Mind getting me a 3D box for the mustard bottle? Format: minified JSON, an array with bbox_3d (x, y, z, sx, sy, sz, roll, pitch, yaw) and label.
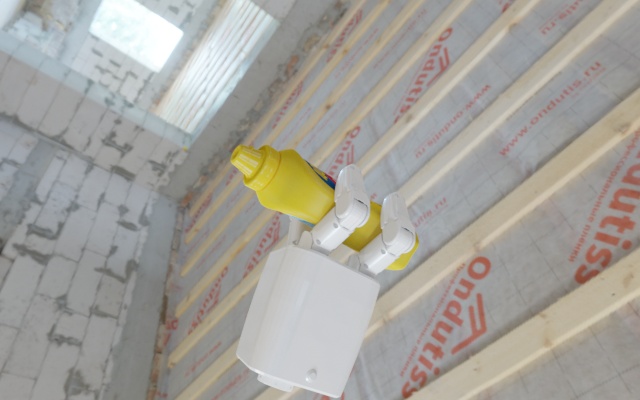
[{"bbox_3d":[0.000,0.001,0.455,0.192,0.058,0.096,29,6,-28],"label":"mustard bottle"}]
